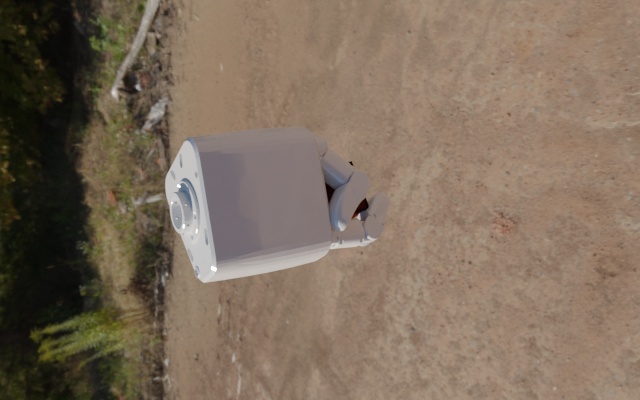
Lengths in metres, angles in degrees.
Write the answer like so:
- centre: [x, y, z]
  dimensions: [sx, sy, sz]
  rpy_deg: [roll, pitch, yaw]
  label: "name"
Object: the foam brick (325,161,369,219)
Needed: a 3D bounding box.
- centre: [0.000, 0.002, 0.472]
  dimensions: [0.051, 0.053, 0.078]
  rpy_deg: [-8, -19, -34]
  label: "foam brick"
